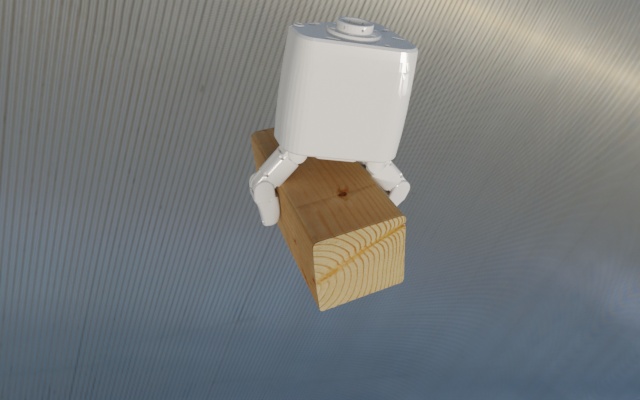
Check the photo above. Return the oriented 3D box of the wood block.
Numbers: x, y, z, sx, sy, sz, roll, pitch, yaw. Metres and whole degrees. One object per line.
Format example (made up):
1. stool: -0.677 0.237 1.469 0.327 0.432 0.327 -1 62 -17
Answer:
1. wood block: 0.000 0.002 0.509 0.091 0.090 0.206 -16 39 -14
